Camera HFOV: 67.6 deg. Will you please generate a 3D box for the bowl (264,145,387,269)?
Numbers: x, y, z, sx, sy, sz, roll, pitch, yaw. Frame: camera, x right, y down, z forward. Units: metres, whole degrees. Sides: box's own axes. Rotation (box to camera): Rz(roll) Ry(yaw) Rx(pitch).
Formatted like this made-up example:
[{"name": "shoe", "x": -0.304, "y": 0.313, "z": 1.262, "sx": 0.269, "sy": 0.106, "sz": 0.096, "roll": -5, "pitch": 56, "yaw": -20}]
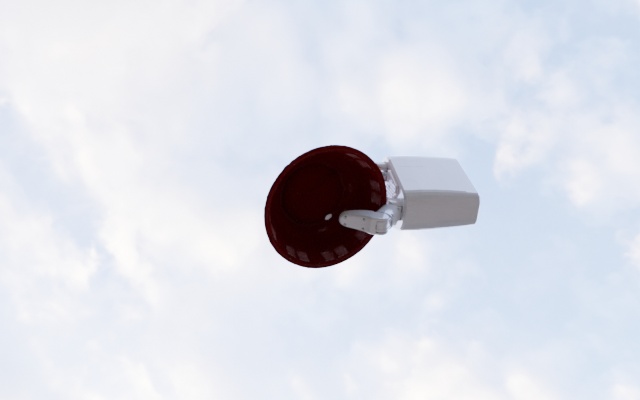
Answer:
[{"name": "bowl", "x": -0.001, "y": 0.002, "z": 0.599, "sx": 0.162, "sy": 0.162, "sz": 0.055, "roll": 0, "pitch": 22, "yaw": -24}]
